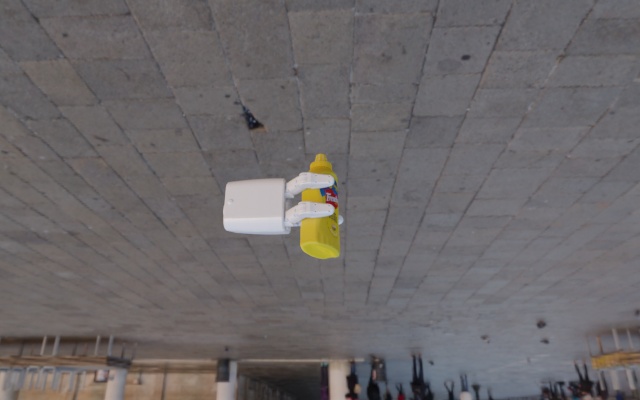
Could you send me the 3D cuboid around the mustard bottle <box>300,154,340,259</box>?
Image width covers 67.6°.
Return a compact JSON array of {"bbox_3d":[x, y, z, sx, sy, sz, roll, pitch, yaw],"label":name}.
[{"bbox_3d":[0.000,0.003,0.865,0.058,0.191,0.096,-12,-26,25],"label":"mustard bottle"}]
